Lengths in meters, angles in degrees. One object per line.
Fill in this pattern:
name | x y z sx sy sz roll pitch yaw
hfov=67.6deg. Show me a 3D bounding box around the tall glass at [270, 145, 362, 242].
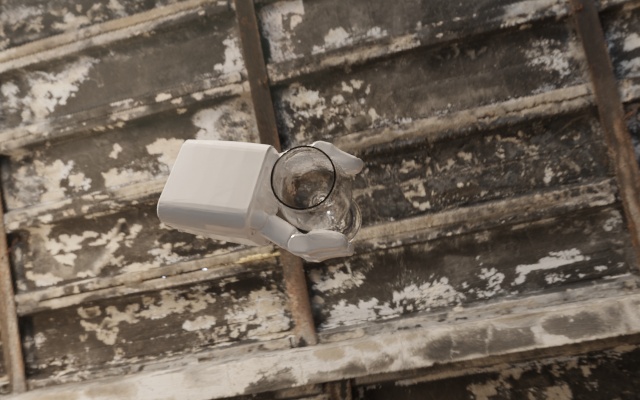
tall glass | 0.000 0.002 0.531 0.079 0.079 0.201 0 -14 10
